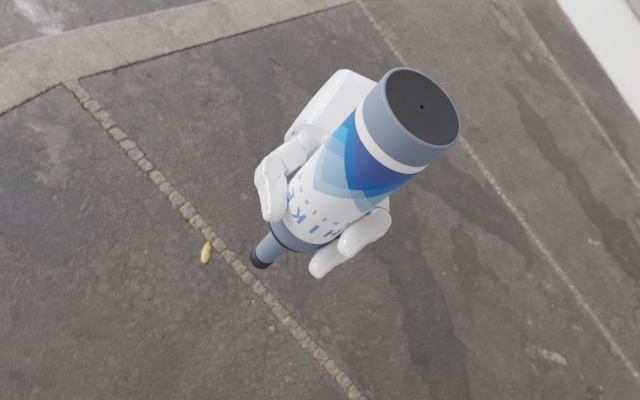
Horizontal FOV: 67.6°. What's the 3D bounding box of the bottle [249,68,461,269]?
[{"bbox_3d":[0.000,0.001,0.434,0.069,0.069,0.296,0,-26,-31],"label":"bottle"}]
